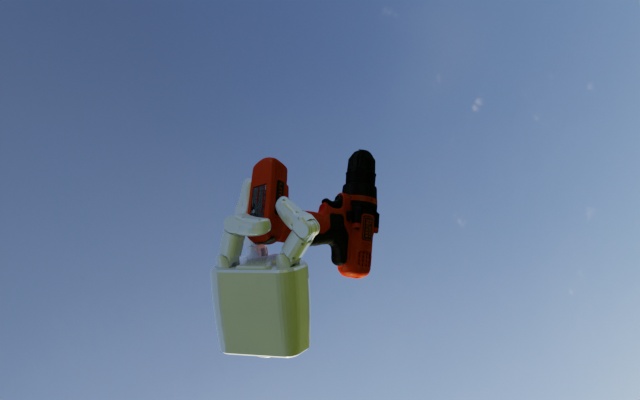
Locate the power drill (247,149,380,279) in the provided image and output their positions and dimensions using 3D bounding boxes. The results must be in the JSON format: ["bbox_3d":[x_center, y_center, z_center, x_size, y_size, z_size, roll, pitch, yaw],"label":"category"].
[{"bbox_3d":[0.000,0.002,0.632,0.188,0.184,0.057,14,-18,-33],"label":"power drill"}]
